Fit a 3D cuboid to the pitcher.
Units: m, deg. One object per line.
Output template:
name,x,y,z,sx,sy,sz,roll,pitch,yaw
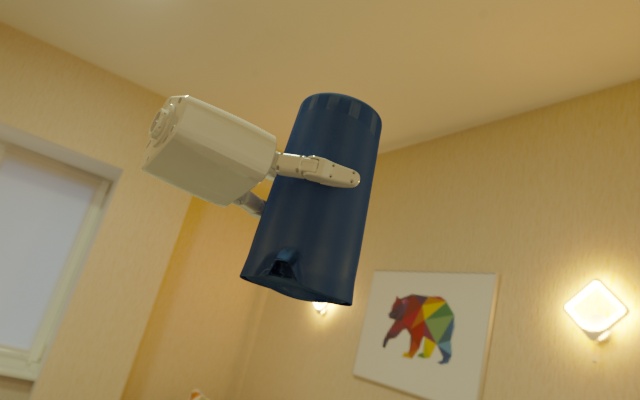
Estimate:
pitcher,0.000,0.002,0.588,0.145,0.242,0.149,24,-18,-28
